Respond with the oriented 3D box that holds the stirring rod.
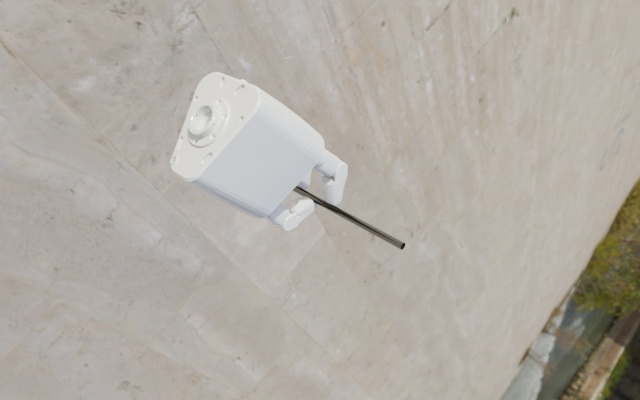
[{"bbox_3d":[0.000,0.002,0.563,0.239,0.011,0.011,28,18,37],"label":"stirring rod"}]
